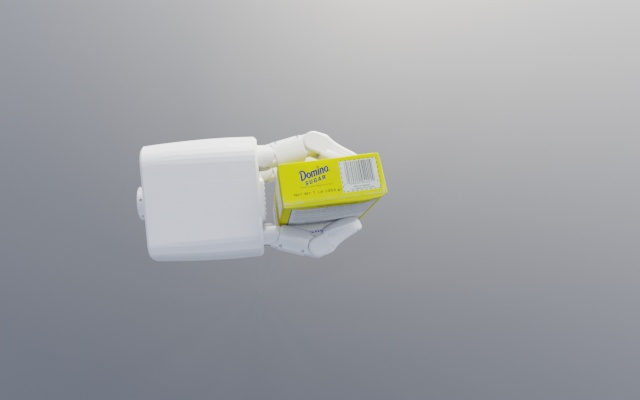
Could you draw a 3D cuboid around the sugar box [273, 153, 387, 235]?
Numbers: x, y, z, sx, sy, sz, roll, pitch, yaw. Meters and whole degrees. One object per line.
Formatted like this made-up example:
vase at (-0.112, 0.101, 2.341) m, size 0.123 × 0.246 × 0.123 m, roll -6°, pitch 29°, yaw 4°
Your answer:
sugar box at (0.000, 0.001, 0.491) m, size 0.093 × 0.048 × 0.176 m, roll -7°, pitch -10°, yaw -9°
